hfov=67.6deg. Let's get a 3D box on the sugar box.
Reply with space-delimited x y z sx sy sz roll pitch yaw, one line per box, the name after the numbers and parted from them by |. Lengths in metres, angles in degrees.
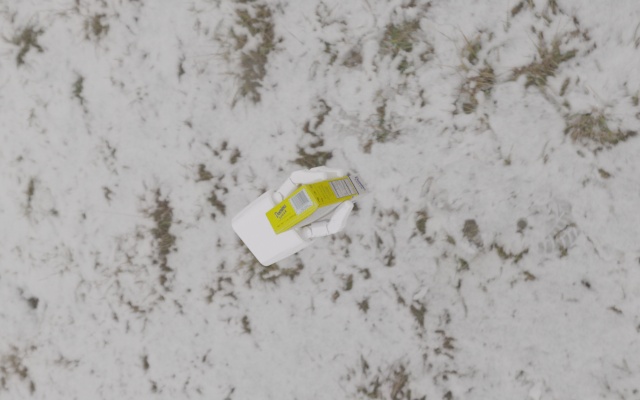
0.000 0.002 0.781 0.093 0.048 0.176 -34 -8 30 | sugar box
